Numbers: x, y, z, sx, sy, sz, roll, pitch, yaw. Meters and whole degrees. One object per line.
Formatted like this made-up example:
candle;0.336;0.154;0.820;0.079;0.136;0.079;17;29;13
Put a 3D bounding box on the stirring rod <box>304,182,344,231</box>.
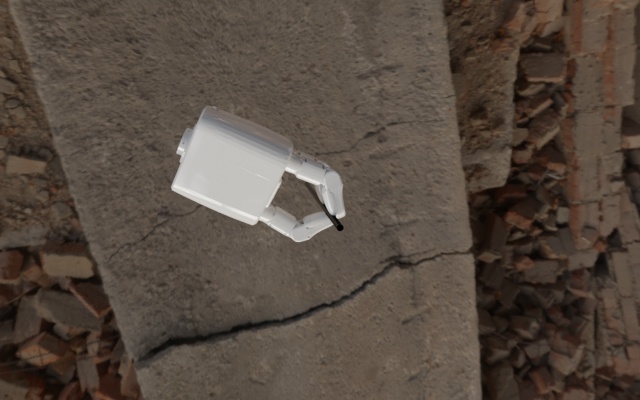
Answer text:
stirring rod;0.000;0.002;0.639;0.011;0.011;0.239;0;13;-11
